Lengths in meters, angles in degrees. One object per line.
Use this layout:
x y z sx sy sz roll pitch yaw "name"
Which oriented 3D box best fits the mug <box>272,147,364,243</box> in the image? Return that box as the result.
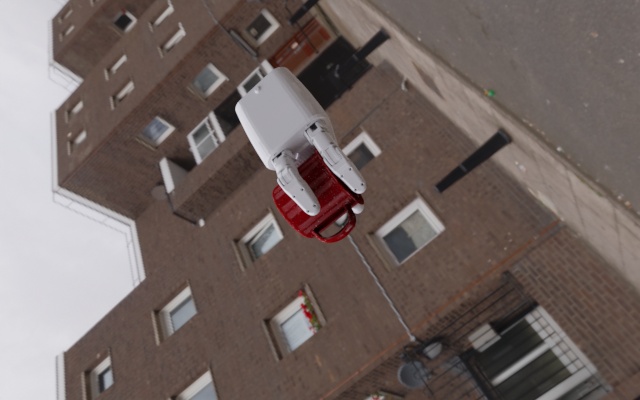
0.001 0.003 0.592 0.081 0.117 0.093 -40 -30 12 "mug"
